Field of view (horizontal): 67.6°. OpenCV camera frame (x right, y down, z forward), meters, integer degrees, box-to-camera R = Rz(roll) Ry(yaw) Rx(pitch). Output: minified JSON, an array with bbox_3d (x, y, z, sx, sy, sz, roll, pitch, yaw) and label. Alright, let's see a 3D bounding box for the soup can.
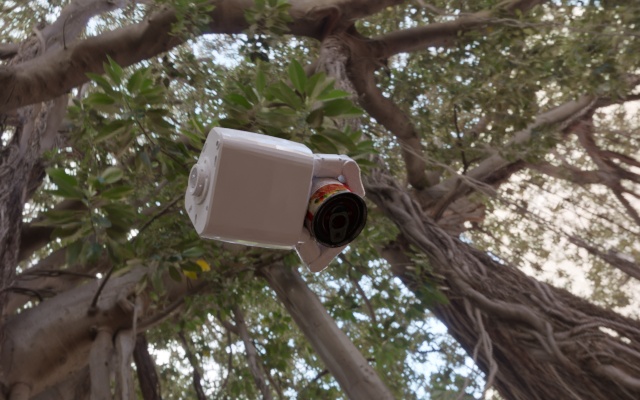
[{"bbox_3d":[0.000,0.002,0.559,0.068,0.068,0.102,0,24,-28],"label":"soup can"}]
